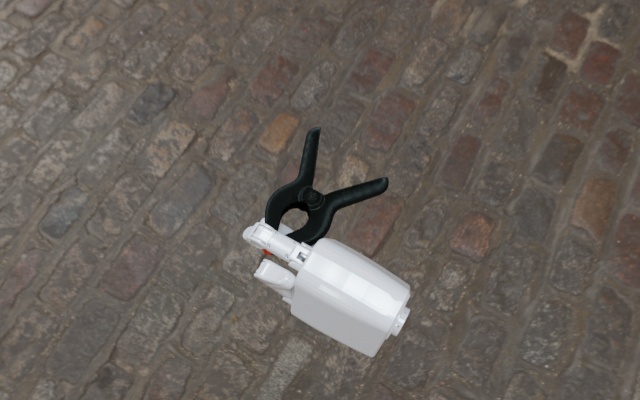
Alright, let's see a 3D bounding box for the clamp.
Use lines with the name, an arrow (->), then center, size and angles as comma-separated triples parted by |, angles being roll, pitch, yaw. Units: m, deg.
clamp -> 0.000, 0.002, 0.569 | 0.120, 0.171, 0.039 | 28, -18, 12
